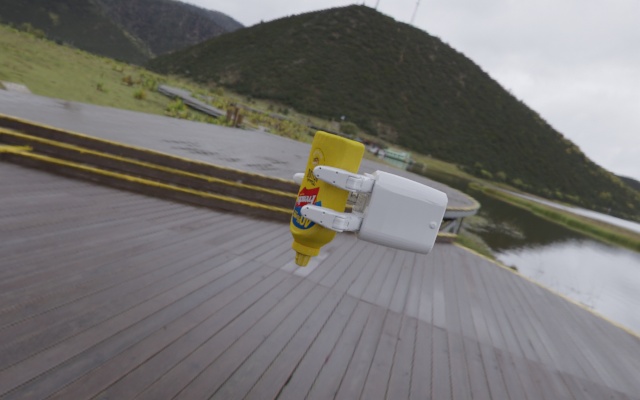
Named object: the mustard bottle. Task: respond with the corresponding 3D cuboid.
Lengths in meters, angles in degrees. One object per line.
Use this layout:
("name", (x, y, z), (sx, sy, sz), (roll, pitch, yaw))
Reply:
("mustard bottle", (0.000, 0.002, 0.676), (0.058, 0.191, 0.096), (12, 9, -31))
